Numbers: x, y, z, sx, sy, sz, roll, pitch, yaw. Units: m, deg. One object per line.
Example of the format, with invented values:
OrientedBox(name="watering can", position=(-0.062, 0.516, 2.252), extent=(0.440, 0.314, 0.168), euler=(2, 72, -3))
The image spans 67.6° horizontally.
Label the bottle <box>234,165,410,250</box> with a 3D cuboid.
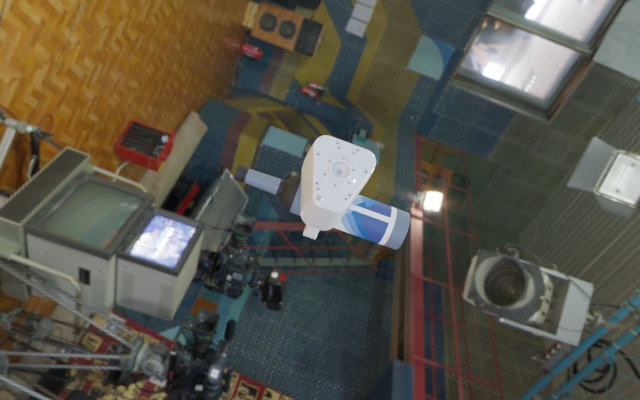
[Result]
OrientedBox(name="bottle", position=(0.000, 0.003, 0.799), extent=(0.296, 0.069, 0.069), euler=(20, -1, -4))
